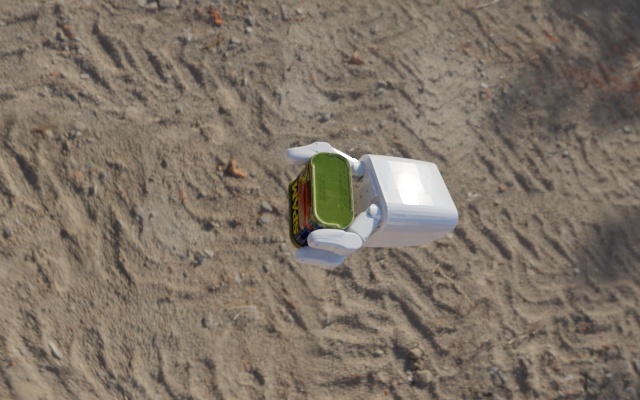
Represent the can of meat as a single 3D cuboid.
[{"bbox_3d":[0.000,0.002,0.584,0.057,0.102,0.084,6,-24,-20],"label":"can of meat"}]
